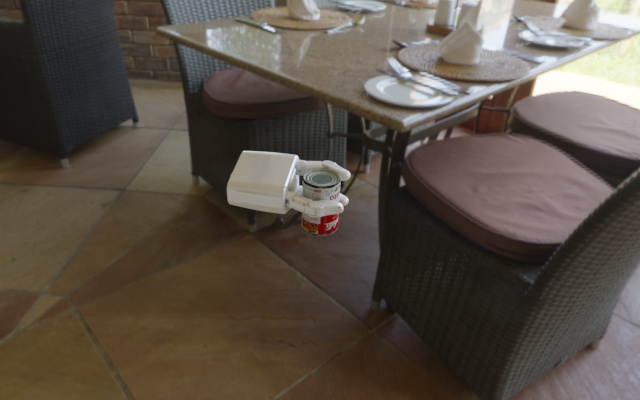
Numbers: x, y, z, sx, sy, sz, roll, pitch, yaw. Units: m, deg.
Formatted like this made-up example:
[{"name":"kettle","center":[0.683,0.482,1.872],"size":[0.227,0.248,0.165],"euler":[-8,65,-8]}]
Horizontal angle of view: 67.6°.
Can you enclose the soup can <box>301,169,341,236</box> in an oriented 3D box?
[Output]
[{"name":"soup can","center":[0.001,0.003,0.852],"size":[0.068,0.102,0.068],"euler":[2,31,-1]}]
